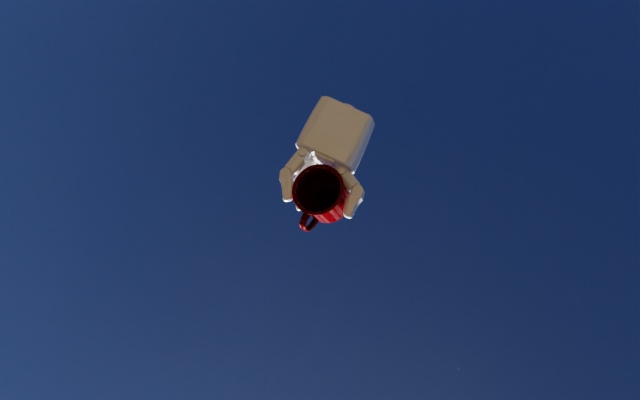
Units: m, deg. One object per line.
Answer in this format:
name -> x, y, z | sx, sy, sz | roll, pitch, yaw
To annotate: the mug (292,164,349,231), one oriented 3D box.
mug -> 0.000, 0.004, 0.850 | 0.093, 0.117, 0.081 | 24, -9, 22
